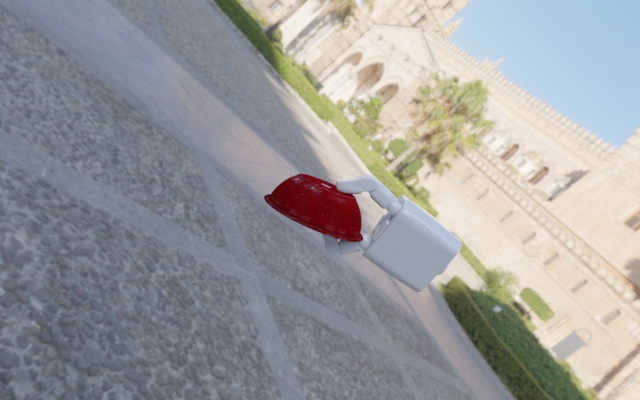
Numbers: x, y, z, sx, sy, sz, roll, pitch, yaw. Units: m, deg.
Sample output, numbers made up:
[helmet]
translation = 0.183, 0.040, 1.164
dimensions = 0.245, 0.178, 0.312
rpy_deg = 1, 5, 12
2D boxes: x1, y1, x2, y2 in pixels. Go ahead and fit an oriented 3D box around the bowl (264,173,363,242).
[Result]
[bowl]
translation = -0.001, 0.001, 0.712
dimensions = 0.162, 0.055, 0.162
rpy_deg = 22, 9, -4
